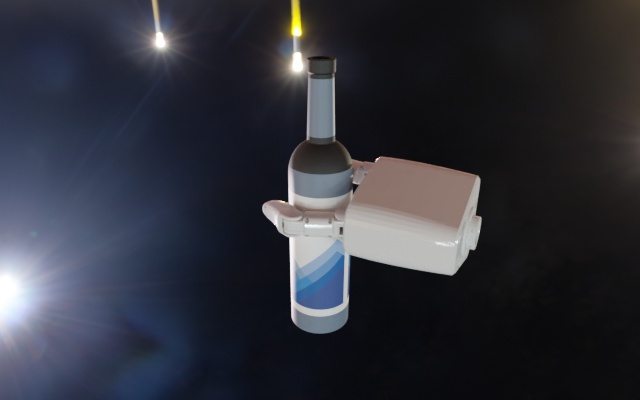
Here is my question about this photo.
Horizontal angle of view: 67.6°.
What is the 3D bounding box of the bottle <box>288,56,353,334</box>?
[{"bbox_3d":[0.000,0.002,0.504,0.069,0.296,0.069,0,24,0],"label":"bottle"}]
